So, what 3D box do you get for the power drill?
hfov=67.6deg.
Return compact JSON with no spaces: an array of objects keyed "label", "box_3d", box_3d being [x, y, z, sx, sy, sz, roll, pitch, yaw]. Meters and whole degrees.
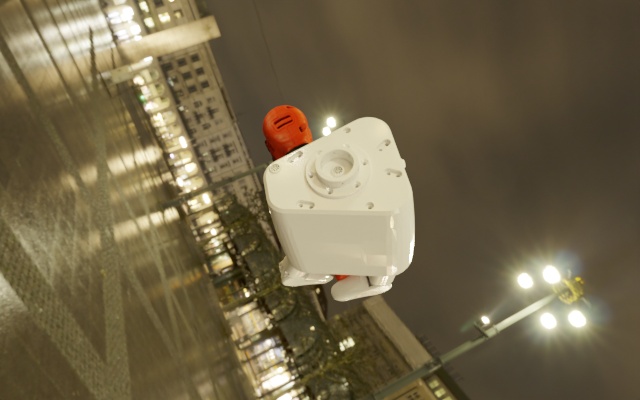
[{"label":"power drill","box_3d":[0.000,0.002,0.541,0.057,0.187,0.184,-31,-14,-3]}]
